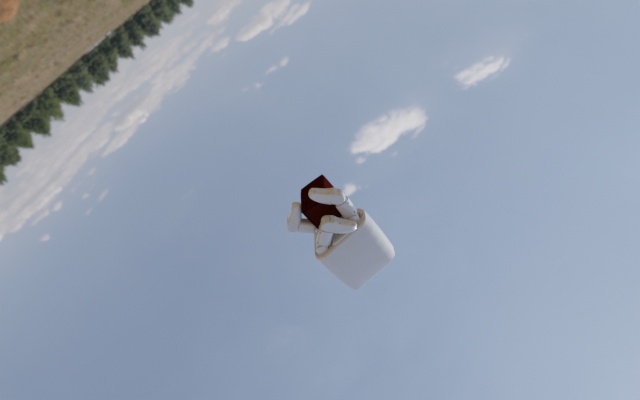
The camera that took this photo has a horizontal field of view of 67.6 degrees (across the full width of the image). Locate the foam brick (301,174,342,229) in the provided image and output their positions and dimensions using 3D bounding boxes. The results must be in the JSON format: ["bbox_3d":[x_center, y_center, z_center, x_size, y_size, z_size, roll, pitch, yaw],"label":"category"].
[{"bbox_3d":[0.000,0.003,0.856,0.053,0.051,0.078,-33,30,19],"label":"foam brick"}]
